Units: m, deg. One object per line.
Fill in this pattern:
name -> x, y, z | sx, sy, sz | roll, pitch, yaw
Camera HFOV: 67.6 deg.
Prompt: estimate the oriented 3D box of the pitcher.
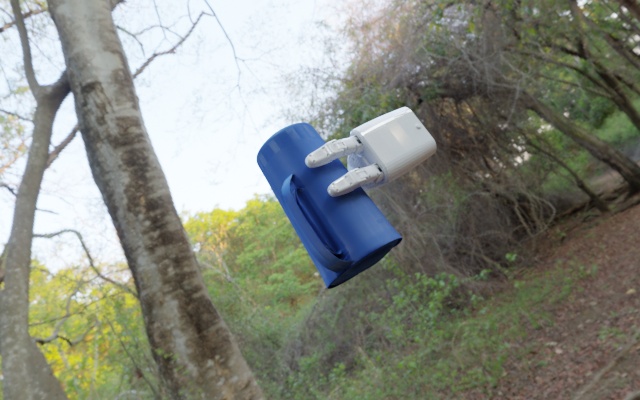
pitcher -> 0.000, 0.002, 0.723 | 0.145, 0.242, 0.149 | -29, -16, -20
